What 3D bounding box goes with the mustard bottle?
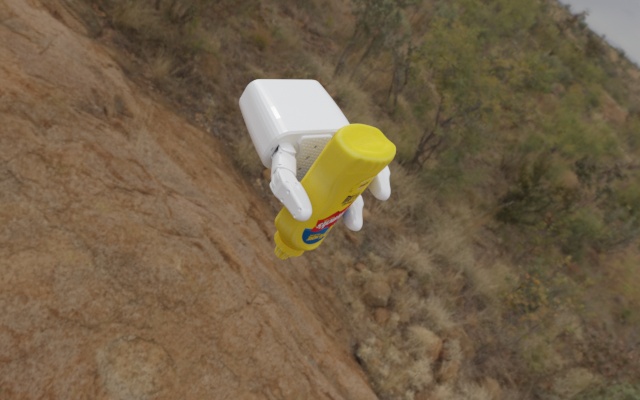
[{"bbox_3d":[0.000,0.002,0.541,0.096,0.058,0.192,-22,-25,-55],"label":"mustard bottle"}]
